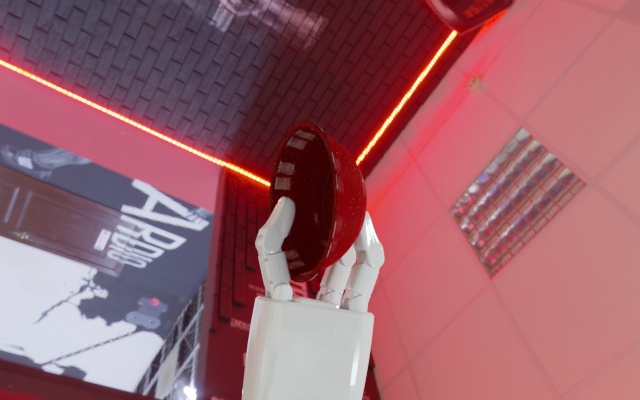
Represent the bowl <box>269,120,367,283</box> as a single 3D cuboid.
[{"bbox_3d":[0.001,0.000,0.487,0.055,0.162,0.162,1,-1,-27],"label":"bowl"}]
